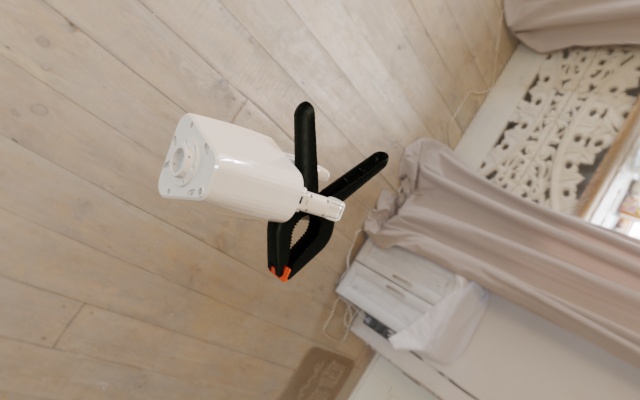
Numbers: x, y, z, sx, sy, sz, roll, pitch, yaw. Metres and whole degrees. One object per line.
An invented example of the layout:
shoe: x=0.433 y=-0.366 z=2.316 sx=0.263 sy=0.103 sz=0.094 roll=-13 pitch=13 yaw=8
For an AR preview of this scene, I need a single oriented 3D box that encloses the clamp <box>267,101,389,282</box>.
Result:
clamp: x=0.000 y=0.003 z=0.589 sx=0.164 sy=0.210 sz=0.036 roll=15 pitch=9 yaw=-42
